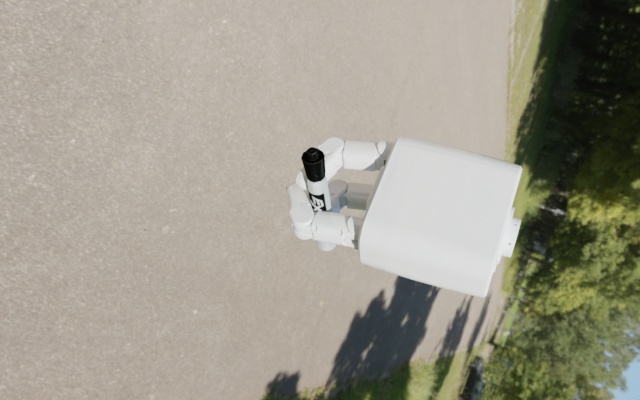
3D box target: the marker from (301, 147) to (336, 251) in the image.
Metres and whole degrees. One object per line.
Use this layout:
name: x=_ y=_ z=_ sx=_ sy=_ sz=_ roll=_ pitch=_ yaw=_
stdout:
marker: x=0.000 y=0.001 z=0.419 sx=0.020 sy=0.020 sz=0.121 roll=0 pitch=-42 yaw=8
